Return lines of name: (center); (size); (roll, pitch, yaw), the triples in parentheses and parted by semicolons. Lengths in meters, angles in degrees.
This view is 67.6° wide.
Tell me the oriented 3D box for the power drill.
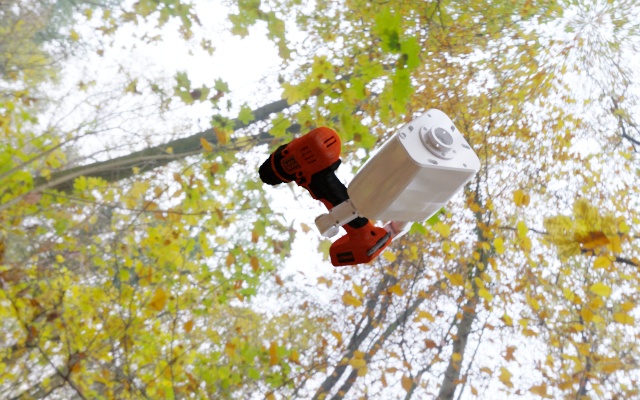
power drill: (0.001, 0.002, 0.655); (0.057, 0.188, 0.184); (-40, 11, -29)
